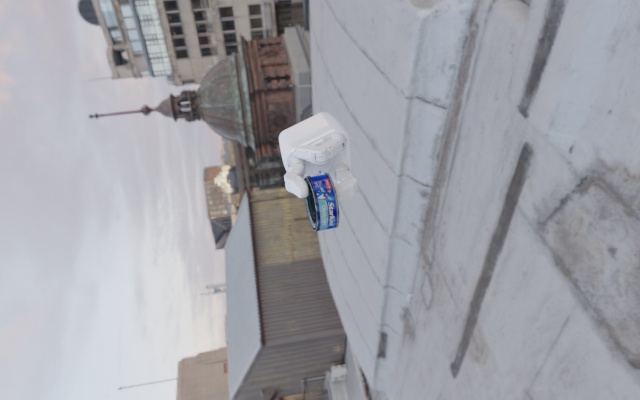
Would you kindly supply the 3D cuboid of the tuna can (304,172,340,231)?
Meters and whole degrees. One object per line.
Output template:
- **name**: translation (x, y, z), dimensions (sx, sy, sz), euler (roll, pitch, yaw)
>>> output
- **tuna can**: translation (0.000, 0.002, 0.716), dimensions (0.034, 0.086, 0.086), euler (-10, 2, -12)
